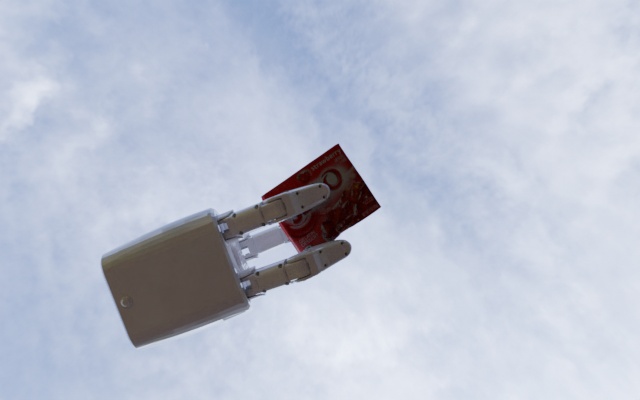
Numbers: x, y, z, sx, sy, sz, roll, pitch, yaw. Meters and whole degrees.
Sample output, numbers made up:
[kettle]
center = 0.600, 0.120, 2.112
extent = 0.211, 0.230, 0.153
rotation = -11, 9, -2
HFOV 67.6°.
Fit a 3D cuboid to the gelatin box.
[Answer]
[gelatin box]
center = 0.000, 0.001, 0.451
extent = 0.089, 0.073, 0.030
rotation = -35, 2, -9
